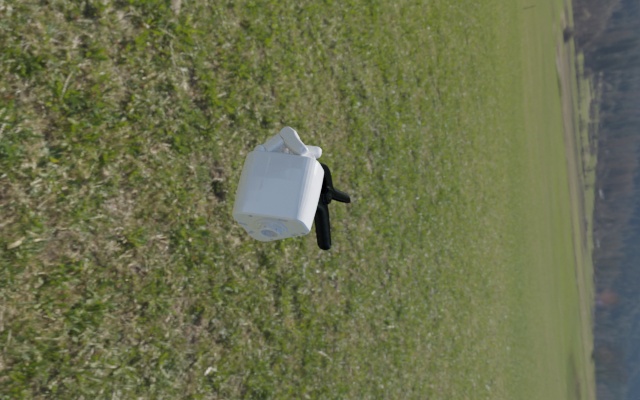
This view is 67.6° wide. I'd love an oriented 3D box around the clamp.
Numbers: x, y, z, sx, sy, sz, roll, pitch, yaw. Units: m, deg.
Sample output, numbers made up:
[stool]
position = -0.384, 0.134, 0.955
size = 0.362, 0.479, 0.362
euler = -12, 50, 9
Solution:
[clamp]
position = 0.001, 0.002, 0.802
size = 0.039, 0.120, 0.172
euler = -2, -32, 28
